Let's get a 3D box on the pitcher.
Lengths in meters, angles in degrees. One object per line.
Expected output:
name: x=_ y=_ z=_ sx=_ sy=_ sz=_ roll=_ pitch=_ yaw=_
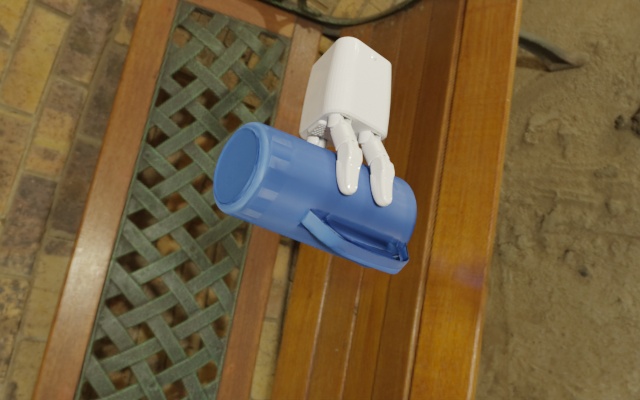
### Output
pitcher: x=0.000 y=0.002 z=0.586 sx=0.243 sy=0.145 sz=0.149 roll=21 pitch=-18 yaw=-37
